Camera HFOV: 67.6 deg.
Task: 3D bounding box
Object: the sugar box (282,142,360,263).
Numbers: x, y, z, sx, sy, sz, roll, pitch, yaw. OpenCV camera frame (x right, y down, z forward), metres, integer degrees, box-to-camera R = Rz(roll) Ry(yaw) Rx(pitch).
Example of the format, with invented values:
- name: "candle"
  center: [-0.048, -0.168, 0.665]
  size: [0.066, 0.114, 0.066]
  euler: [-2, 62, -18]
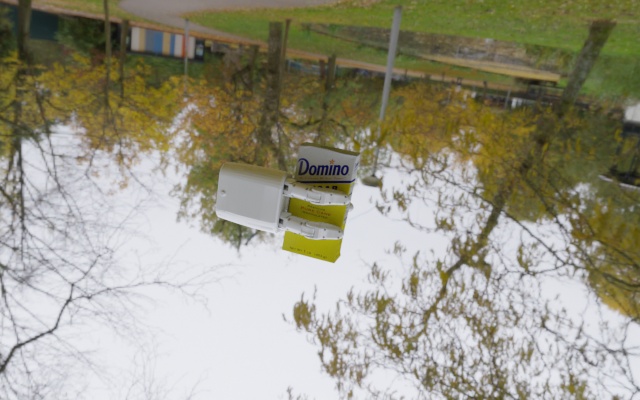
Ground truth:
- name: "sugar box"
  center: [0.000, 0.003, 0.757]
  size: [0.093, 0.176, 0.048]
  euler: [13, 15, 12]
